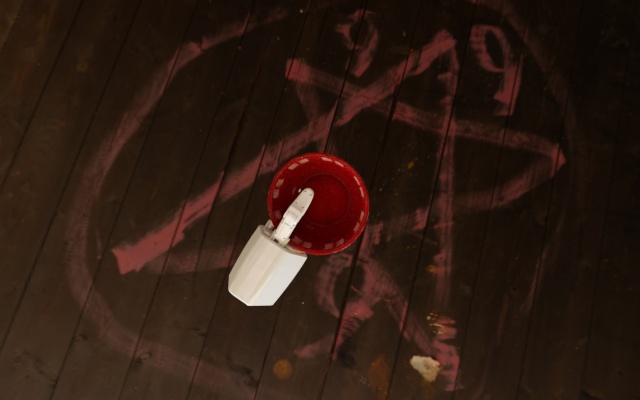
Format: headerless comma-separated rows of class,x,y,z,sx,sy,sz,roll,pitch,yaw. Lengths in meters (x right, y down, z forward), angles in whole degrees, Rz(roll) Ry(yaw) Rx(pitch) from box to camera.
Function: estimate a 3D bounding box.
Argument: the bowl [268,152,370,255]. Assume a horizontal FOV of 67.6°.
bowl,0.001,0.002,0.767,0.162,0.162,0.055,0,8,11
